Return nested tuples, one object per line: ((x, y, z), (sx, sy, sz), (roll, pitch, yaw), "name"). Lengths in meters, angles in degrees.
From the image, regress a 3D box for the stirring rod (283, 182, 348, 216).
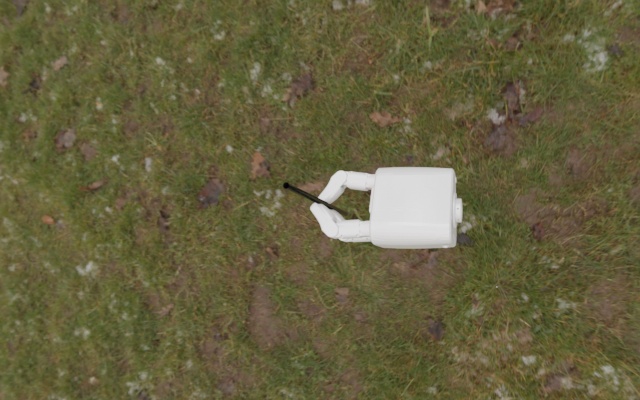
((0.000, 0.002, 0.680), (0.011, 0.011, 0.239), (0, -10, 20), "stirring rod")
